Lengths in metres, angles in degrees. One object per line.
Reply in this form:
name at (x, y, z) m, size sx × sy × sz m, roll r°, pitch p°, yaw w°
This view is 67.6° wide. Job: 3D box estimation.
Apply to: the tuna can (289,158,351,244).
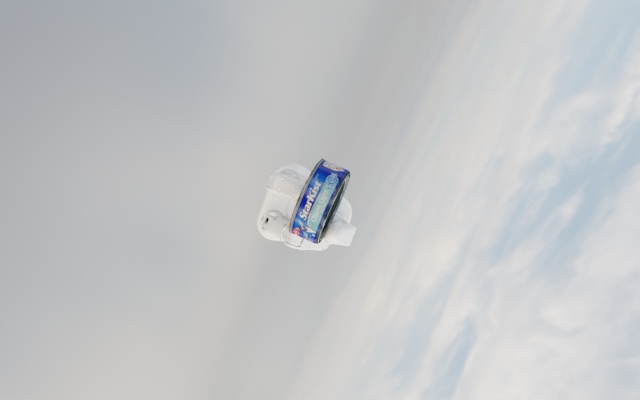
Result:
tuna can at (0.001, 0.002, 0.501) m, size 0.034 × 0.086 × 0.086 m, roll 24°, pitch 3°, yaw 7°
